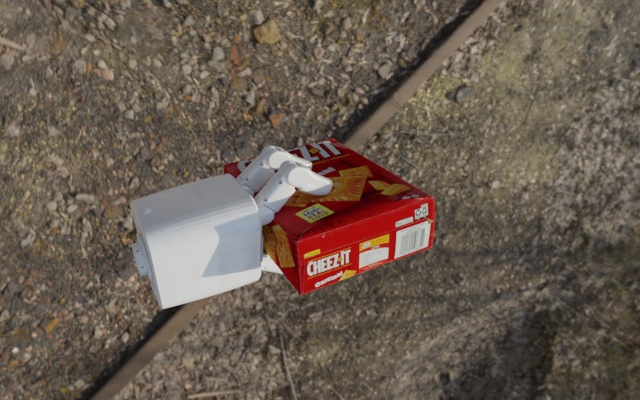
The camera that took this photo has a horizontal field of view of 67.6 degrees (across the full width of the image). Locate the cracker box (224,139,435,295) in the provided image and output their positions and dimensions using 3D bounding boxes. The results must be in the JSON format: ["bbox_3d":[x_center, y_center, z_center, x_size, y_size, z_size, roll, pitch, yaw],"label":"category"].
[{"bbox_3d":[0.000,0.002,0.552,0.164,0.072,0.213,-16,31,-24],"label":"cracker box"}]
